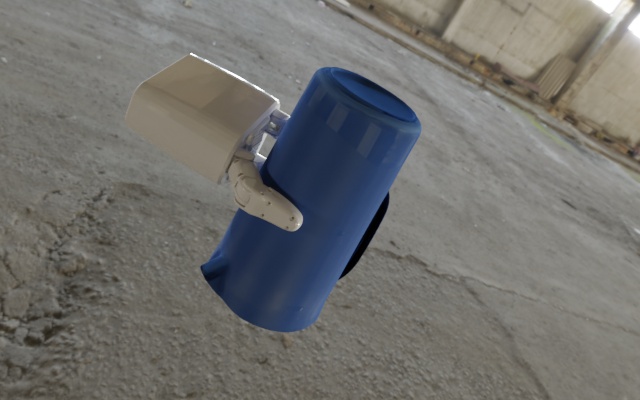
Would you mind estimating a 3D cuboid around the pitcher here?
[{"bbox_3d":[0.000,0.001,0.475,0.145,0.243,0.149,31,26,1],"label":"pitcher"}]
